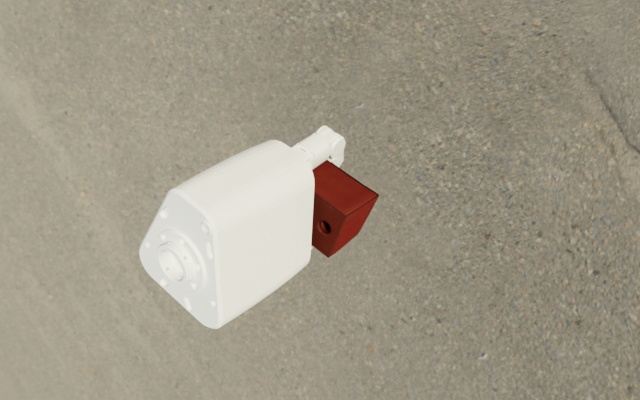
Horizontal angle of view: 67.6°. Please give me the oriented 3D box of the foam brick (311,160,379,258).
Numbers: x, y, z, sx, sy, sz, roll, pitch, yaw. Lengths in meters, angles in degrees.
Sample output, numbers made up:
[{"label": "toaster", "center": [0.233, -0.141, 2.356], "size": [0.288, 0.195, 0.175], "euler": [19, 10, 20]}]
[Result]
[{"label": "foam brick", "center": [0.000, 0.001, 0.423], "size": [0.078, 0.053, 0.051], "euler": [36, 40, 18]}]
